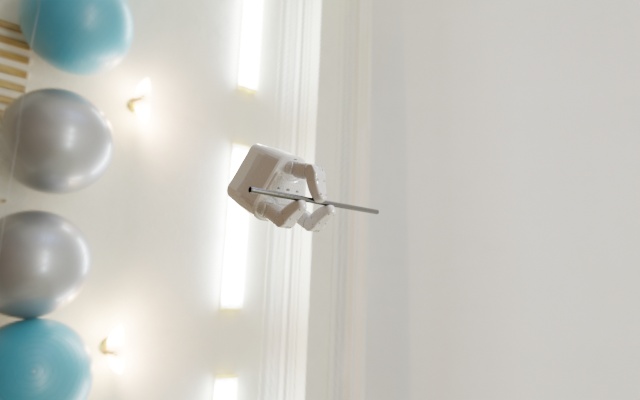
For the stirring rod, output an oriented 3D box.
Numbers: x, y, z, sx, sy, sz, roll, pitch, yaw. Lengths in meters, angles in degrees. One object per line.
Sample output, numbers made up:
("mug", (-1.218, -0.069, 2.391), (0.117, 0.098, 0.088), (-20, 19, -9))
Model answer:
("stirring rod", (0.000, 0.002, 0.695), (0.239, 0.011, 0.011), (10, -7, -39))
